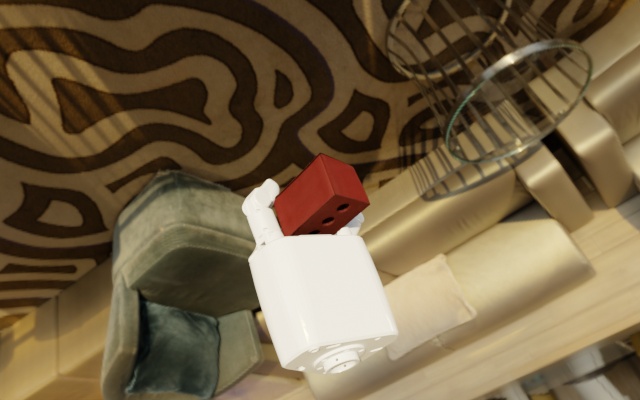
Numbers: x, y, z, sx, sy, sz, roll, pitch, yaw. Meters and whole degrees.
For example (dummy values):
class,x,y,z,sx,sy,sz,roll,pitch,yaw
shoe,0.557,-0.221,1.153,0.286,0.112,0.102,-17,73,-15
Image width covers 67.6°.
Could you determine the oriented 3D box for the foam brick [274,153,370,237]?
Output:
class,x,y,z,sx,sy,sz,roll,pitch,yaw
foam brick,0.000,0.001,0.476,0.053,0.051,0.078,16,-49,-43
